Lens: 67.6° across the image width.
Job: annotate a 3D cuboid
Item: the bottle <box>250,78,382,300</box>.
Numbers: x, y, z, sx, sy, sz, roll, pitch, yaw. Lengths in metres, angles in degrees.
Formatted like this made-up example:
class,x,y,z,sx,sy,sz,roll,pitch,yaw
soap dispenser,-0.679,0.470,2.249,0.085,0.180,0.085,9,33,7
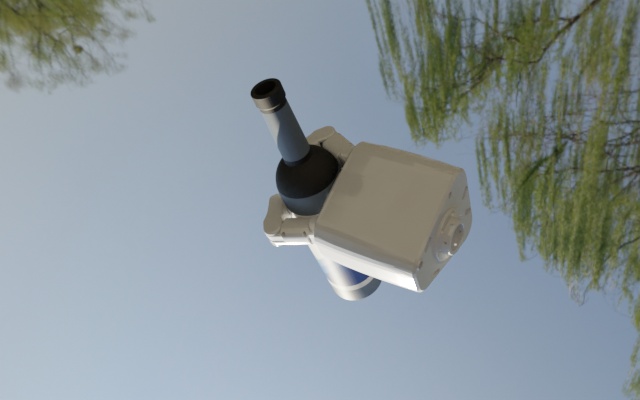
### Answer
class,x,y,z,sx,sy,sz,roll,pitch,yaw
bottle,0.000,0.002,0.497,0.069,0.069,0.296,0,-40,24
